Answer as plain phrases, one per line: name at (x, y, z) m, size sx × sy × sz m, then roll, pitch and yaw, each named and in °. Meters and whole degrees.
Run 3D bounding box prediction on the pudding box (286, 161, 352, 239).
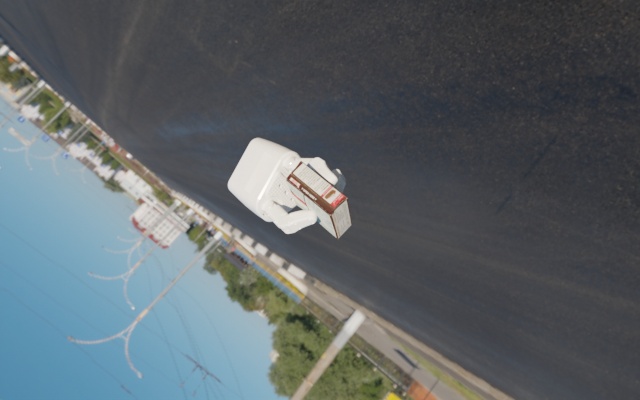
pudding box at (0.000, 0.002, 0.701) m, size 0.090 × 0.039 × 0.113 m, roll 38°, pitch -11°, yaw 19°
